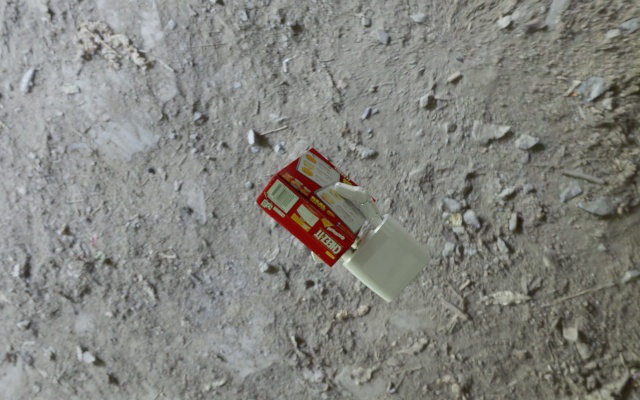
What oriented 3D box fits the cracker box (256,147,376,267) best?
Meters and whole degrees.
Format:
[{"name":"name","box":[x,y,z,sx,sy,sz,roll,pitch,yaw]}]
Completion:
[{"name":"cracker box","box":[0.000,0.003,0.839,0.164,0.072,0.213,40,23,0]}]
